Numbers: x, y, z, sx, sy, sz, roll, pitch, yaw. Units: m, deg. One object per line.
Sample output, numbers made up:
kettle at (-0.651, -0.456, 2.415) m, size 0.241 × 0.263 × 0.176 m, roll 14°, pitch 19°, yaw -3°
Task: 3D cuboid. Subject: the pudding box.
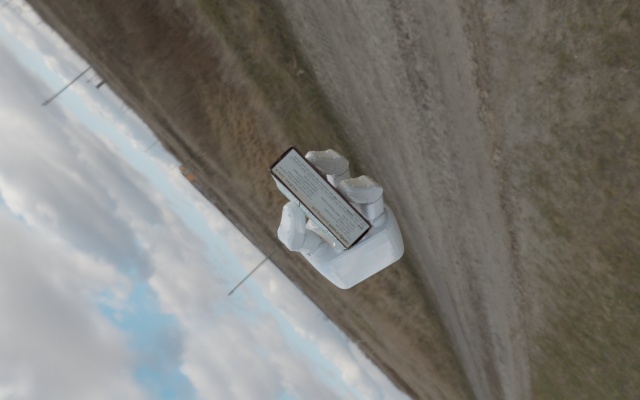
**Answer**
pudding box at (0.000, 0.002, 0.493) m, size 0.113 × 0.039 × 0.090 m, roll 44°, pitch -5°, yaw 4°
